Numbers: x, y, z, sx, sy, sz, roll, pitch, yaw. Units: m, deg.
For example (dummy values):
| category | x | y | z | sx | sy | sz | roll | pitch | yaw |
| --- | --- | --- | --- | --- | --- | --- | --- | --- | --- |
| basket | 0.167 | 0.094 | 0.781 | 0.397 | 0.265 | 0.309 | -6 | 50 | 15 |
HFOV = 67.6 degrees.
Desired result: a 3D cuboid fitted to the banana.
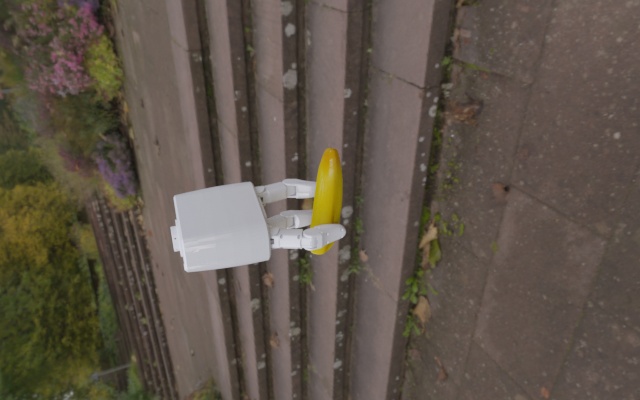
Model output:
| category | x | y | z | sx | sy | sz | roll | pitch | yaw |
| --- | --- | --- | --- | --- | --- | --- | --- | --- | --- |
| banana | 0.004 | 0.019 | 0.656 | 0.037 | 0.069 | 0.198 | -5 | -38 | -13 |
